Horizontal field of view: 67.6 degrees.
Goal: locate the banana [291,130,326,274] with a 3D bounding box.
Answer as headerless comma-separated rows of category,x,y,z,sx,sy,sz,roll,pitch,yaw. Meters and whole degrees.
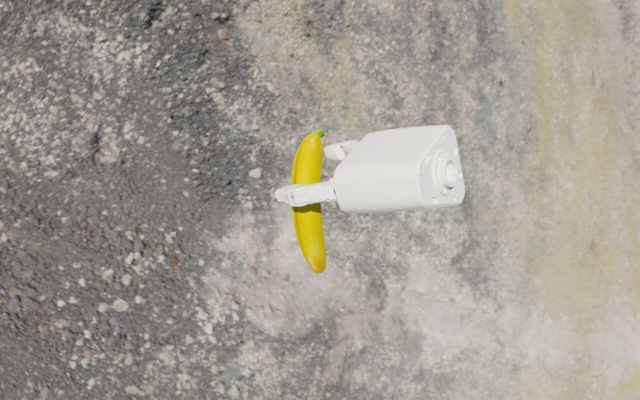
banana,-0.011,-0.003,0.625,0.037,0.198,0.069,-3,-8,35
